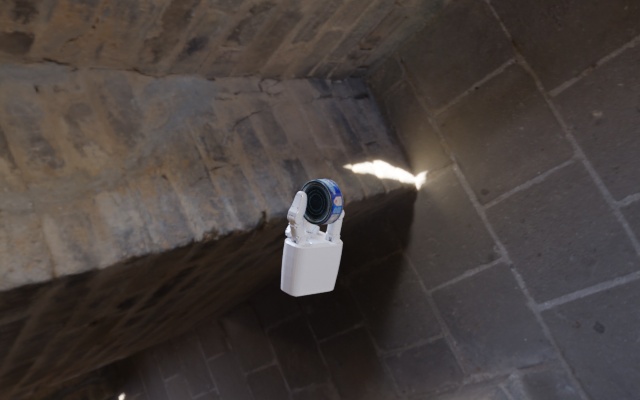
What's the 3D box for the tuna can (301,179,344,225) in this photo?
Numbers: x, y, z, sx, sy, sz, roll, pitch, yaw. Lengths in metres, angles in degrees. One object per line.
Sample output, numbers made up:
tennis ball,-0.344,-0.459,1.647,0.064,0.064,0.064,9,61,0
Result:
tuna can,0.000,0.003,0.885,0.086,0.086,0.034,0,3,42
